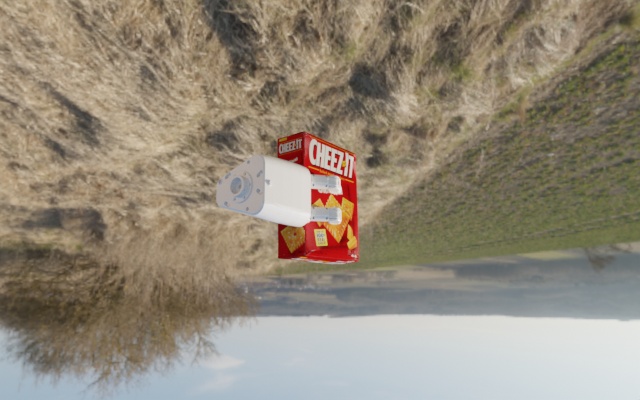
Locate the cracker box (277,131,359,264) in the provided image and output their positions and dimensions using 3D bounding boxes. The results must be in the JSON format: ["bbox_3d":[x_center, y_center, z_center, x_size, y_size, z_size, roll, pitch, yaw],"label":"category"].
[{"bbox_3d":[0.000,0.003,0.860,0.072,0.213,0.164,-10,-15,36],"label":"cracker box"}]
